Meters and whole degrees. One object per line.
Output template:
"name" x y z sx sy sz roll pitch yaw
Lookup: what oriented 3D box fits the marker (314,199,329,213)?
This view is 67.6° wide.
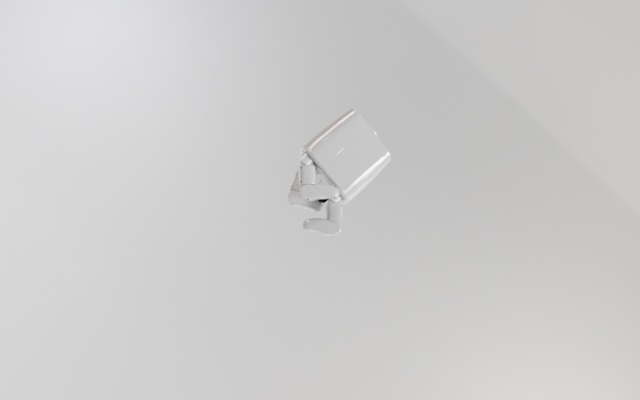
"marker" 0.000 0.003 0.808 0.020 0.020 0.121 0 -11 -6
